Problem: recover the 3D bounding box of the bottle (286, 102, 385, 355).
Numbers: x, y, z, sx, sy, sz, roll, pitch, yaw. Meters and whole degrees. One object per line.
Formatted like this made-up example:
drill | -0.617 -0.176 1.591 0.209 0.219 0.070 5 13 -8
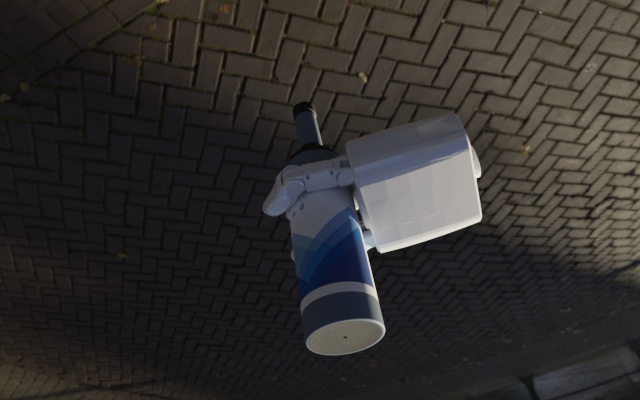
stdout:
bottle | 0.000 0.002 0.483 0.069 0.295 0.069 -6 -40 -5
